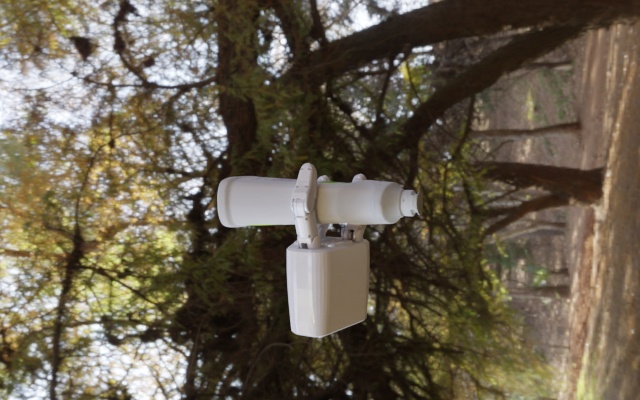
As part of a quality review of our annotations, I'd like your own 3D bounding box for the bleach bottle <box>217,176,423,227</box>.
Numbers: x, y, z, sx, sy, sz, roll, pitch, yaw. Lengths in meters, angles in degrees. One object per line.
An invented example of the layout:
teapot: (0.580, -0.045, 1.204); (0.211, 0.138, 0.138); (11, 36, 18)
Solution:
bleach bottle: (0.000, 0.002, 0.605); (0.251, 0.068, 0.102); (1, 5, 26)
